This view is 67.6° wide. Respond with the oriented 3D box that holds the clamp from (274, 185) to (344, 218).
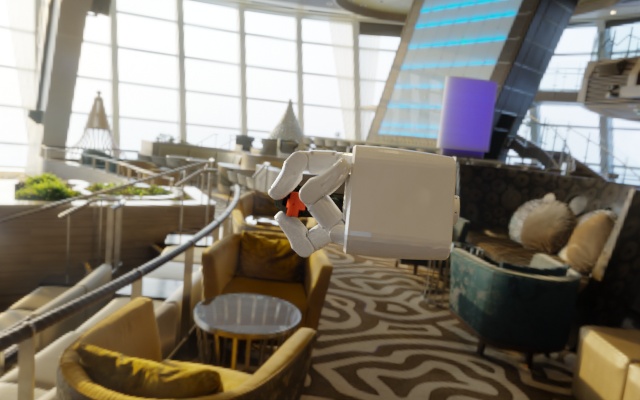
[{"bbox_3d":[0.000,0.001,0.592,0.120,0.039,0.171,5,7,4],"label":"clamp"}]
